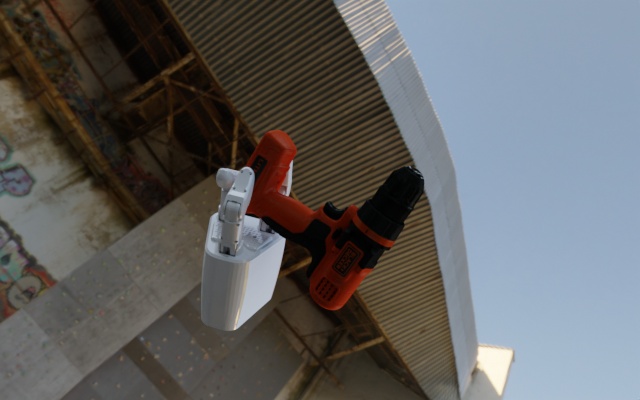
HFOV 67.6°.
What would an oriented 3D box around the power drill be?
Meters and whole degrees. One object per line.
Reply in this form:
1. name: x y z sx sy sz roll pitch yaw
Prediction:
1. power drill: 0.000 0.002 0.538 0.187 0.184 0.057 39 15 19
